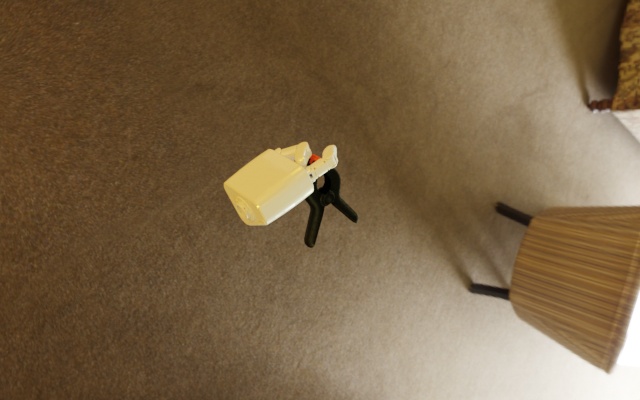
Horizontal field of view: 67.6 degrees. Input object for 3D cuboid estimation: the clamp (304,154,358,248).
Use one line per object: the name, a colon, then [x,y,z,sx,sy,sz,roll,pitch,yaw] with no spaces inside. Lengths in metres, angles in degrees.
clamp: [0.001,0.003,0.873,0.120,0.171,0.039,-39,32,-25]
